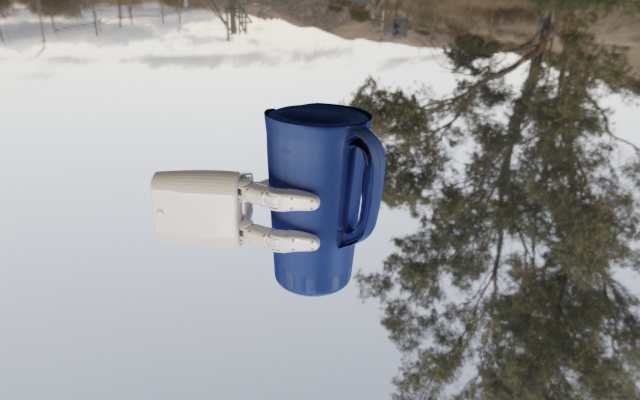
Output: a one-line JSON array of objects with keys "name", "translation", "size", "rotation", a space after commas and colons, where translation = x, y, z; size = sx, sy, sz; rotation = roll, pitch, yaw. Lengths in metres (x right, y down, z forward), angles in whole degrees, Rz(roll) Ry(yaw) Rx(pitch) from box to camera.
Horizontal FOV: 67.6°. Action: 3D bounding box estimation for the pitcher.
[{"name": "pitcher", "translation": [0.000, 0.002, 0.619], "size": [0.145, 0.243, 0.149], "rotation": [2, 22, 1]}]
